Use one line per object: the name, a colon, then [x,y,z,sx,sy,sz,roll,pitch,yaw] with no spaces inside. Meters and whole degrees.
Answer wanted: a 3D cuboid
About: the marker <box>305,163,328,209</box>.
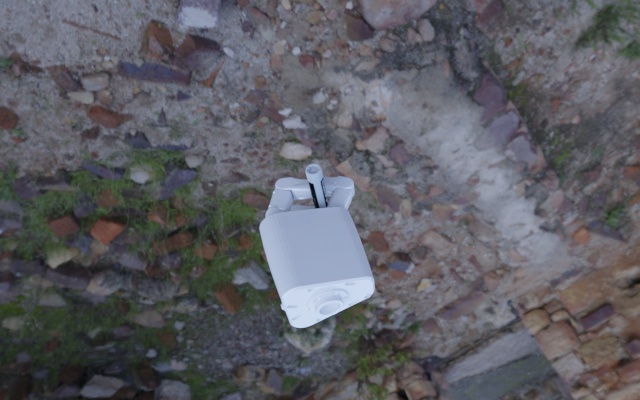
marker: [0.000,0.002,0.594,0.020,0.020,0.121,0,-39,10]
